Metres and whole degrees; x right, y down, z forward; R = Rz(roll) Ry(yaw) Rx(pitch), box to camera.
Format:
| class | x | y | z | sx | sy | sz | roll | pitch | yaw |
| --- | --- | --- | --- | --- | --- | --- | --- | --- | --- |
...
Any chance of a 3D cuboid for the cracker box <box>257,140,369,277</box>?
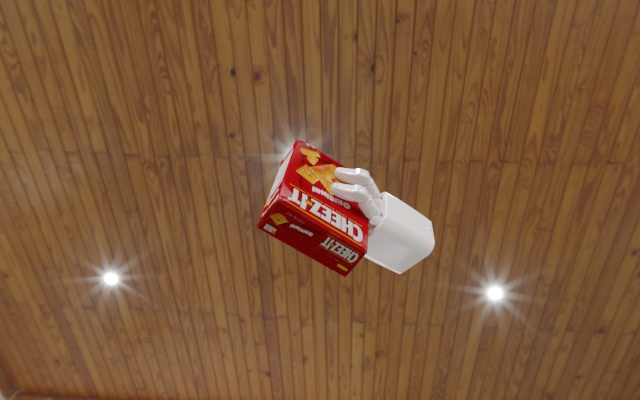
| class | x | y | z | sx | sy | sz | roll | pitch | yaw |
| --- | --- | --- | --- | --- | --- | --- | --- | --- | --- |
| cracker box | 0.000 | 0.003 | 0.802 | 0.164 | 0.072 | 0.213 | 30 | 30 | -12 |
